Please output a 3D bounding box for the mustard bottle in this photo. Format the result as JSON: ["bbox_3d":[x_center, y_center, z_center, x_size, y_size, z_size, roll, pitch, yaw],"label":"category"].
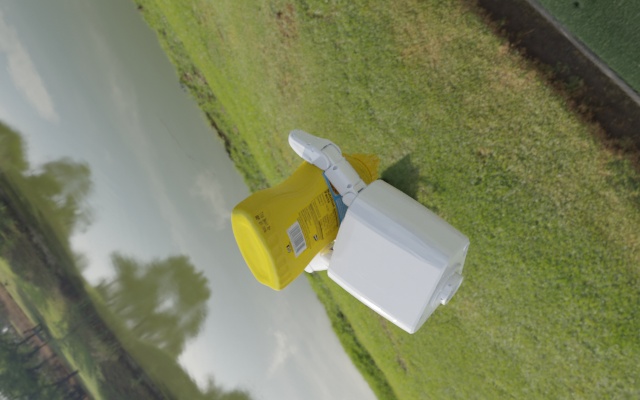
[{"bbox_3d":[0.000,0.002,0.504,0.058,0.096,0.191,14,41,44],"label":"mustard bottle"}]
